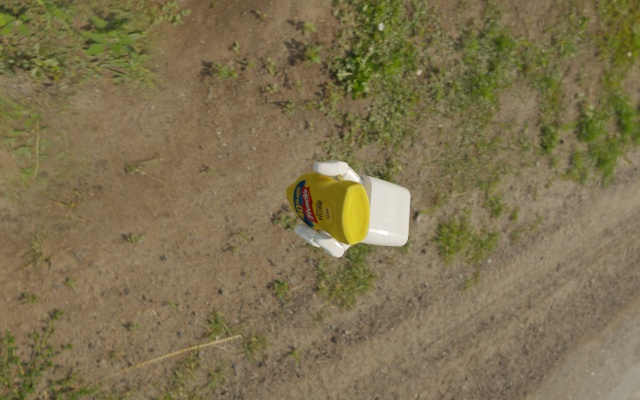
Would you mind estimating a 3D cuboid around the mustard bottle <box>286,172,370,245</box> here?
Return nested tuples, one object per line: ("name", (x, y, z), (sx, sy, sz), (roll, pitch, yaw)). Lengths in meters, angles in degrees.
("mustard bottle", (0.000, 0.003, 0.790), (0.058, 0.096, 0.191), (-17, 22, -32))
